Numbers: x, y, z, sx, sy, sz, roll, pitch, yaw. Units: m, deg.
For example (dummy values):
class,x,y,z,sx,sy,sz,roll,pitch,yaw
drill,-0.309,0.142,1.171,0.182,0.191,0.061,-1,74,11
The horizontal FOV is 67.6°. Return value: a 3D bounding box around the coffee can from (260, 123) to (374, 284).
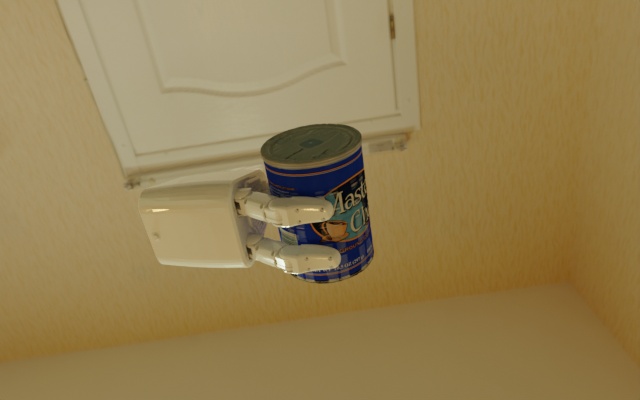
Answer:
class,x,y,z,sx,sy,sz,roll,pitch,yaw
coffee can,0.000,0.001,0.510,0.103,0.140,0.102,-7,28,4
